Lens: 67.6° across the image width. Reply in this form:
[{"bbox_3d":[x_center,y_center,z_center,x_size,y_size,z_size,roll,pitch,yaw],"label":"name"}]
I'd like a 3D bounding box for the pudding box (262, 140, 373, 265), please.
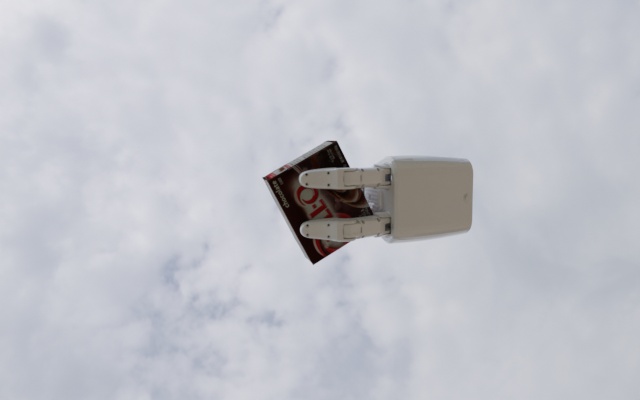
[{"bbox_3d":[0.000,0.002,0.539,0.090,0.113,0.039,-31,15,-12],"label":"pudding box"}]
